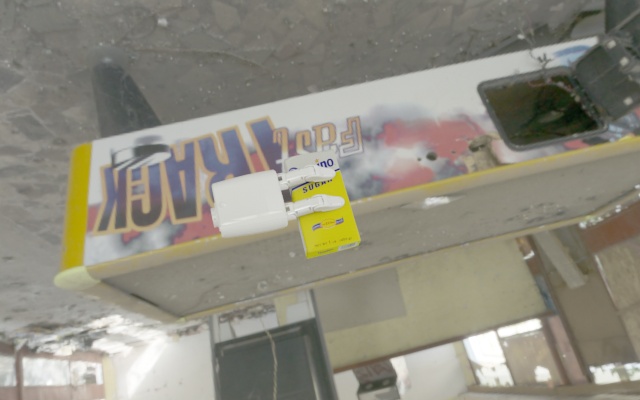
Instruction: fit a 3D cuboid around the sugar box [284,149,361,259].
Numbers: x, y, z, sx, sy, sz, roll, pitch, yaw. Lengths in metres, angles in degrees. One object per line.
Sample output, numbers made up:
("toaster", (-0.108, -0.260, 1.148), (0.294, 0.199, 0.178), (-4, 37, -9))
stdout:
("sugar box", (0.000, 0.003, 0.818), (0.093, 0.176, 0.048), (-13, -19, -10))
